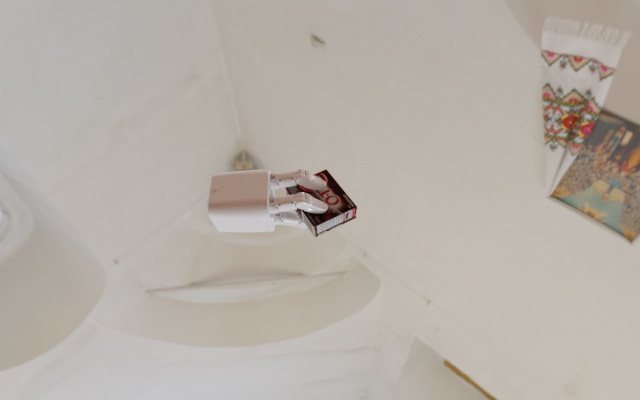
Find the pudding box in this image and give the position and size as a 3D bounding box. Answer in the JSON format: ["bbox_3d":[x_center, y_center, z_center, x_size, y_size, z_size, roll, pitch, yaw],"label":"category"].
[{"bbox_3d":[0.000,0.003,0.873,0.090,0.113,0.039,-25,-34,-17],"label":"pudding box"}]
